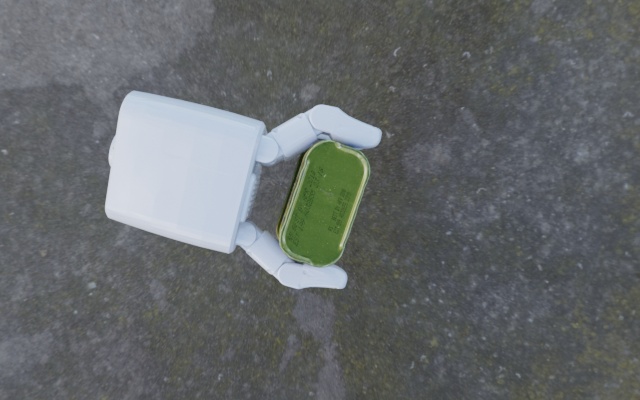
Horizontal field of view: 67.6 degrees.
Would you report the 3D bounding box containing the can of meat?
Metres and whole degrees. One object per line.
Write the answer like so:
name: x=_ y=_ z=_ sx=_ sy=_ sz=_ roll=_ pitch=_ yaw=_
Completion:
can of meat: x=0.000 y=0.001 z=0.402 sx=0.057 sy=0.102 sz=0.084 roll=18 pitch=1 yaw=-5
